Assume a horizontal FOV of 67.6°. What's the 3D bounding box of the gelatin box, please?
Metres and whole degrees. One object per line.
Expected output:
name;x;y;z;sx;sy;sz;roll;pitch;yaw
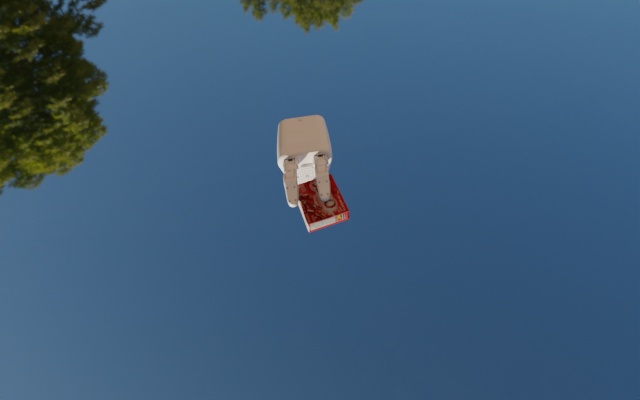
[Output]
gelatin box;0.000;0.003;0.817;0.073;0.089;0.030;-18;-36;-8
